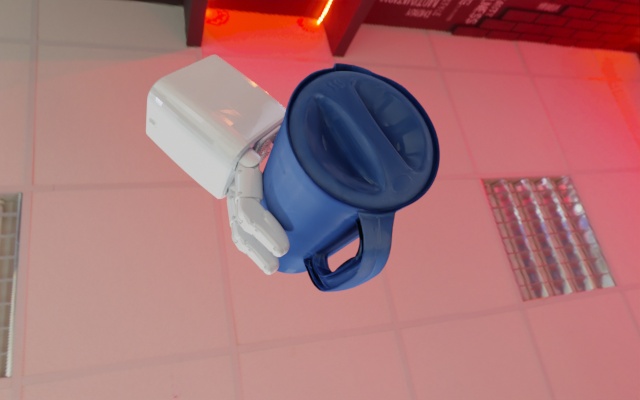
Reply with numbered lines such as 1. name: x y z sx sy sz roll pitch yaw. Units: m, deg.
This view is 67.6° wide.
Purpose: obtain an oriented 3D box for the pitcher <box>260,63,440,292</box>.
1. pitcher: 0.000 0.001 0.471 0.145 0.149 0.243 40 -31 1
